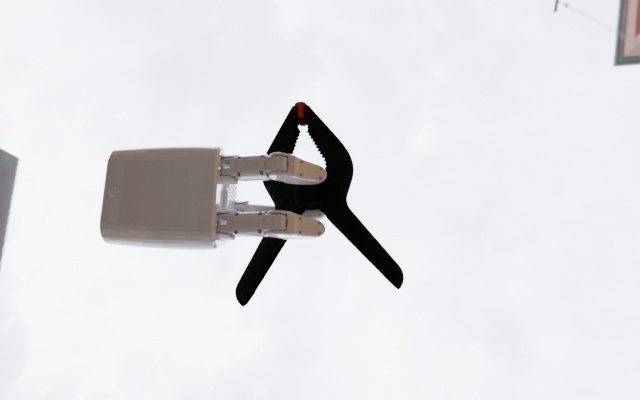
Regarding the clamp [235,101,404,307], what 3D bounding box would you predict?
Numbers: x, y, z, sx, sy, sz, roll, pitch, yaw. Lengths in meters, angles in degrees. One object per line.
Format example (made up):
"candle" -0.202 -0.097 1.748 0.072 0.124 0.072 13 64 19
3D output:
"clamp" 0.000 0.001 0.487 0.164 0.210 0.036 1 -13 0
